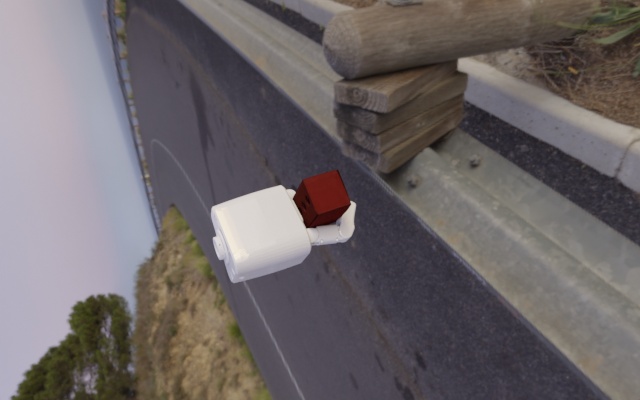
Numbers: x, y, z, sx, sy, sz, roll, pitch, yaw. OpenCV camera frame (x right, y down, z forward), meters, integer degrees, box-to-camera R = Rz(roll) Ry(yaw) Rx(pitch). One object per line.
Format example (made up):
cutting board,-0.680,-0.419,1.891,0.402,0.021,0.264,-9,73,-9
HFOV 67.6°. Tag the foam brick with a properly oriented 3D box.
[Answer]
foam brick,0.000,0.002,0.645,0.051,0.053,0.078,-16,-17,-20
